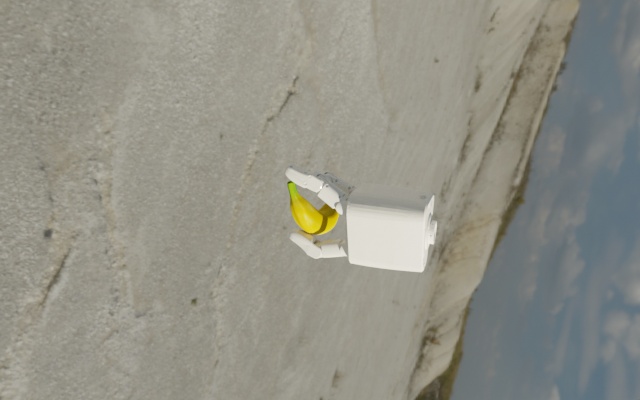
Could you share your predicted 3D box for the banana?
[{"bbox_3d":[-0.003,0.020,0.749,0.037,0.069,0.198,4,-7,19],"label":"banana"}]
